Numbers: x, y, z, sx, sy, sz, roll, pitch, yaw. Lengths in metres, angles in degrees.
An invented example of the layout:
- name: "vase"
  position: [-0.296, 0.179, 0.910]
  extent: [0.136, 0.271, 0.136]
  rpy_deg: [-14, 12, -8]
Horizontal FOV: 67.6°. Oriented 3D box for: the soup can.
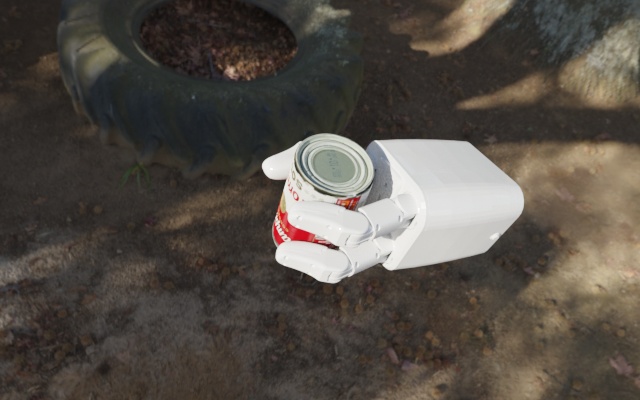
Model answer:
- name: "soup can"
  position: [0.000, 0.001, 0.412]
  extent: [0.068, 0.068, 0.102]
  rpy_deg: [0, -37, -18]
